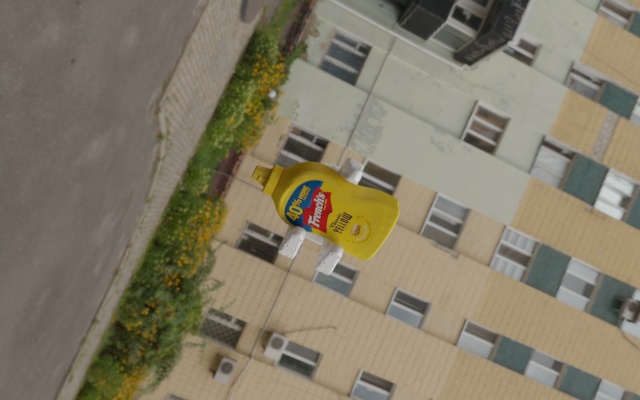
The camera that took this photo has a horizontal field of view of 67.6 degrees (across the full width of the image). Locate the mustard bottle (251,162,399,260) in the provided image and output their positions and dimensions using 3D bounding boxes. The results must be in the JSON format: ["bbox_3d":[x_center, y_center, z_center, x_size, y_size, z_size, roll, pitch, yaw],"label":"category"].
[{"bbox_3d":[0.000,0.002,0.629,0.191,0.096,0.058,25,32,-8],"label":"mustard bottle"}]
